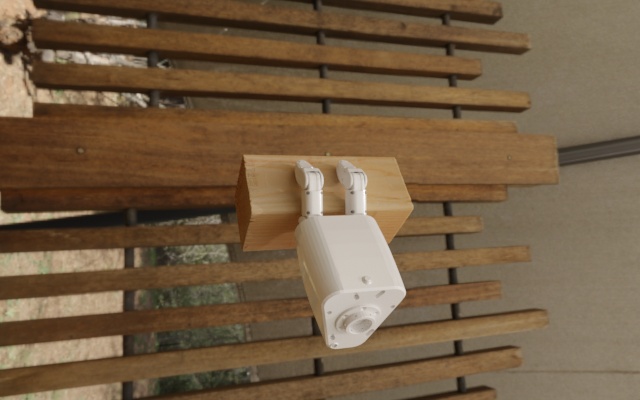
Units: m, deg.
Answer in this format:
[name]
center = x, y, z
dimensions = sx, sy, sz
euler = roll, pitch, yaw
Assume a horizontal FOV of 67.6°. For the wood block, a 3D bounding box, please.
[wood block]
center = 0.000, 0.003, 0.622
dimensions = 0.206, 0.090, 0.091
euler = -1, -36, -19
